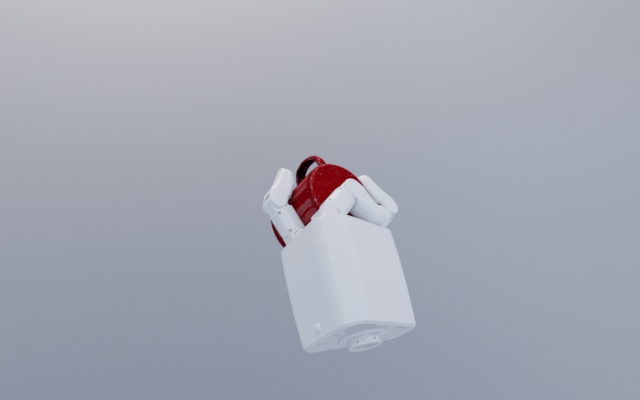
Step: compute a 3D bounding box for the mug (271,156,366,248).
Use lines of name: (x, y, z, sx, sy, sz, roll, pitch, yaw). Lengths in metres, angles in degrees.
mug: (0.000, 0.000, 0.548, 0.093, 0.117, 0.081, 5, -33, -34)
